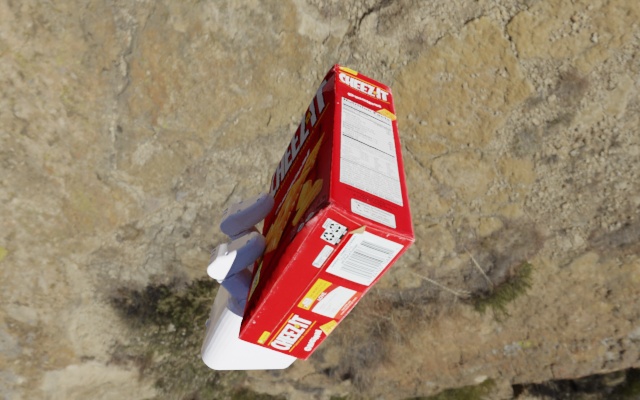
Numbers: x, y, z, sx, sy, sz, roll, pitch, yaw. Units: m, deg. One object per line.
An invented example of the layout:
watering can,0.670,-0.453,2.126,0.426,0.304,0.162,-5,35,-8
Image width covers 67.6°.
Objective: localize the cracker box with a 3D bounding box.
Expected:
cracker box,0.000,0.002,0.422,0.072,0.164,0.213,22,38,-15
